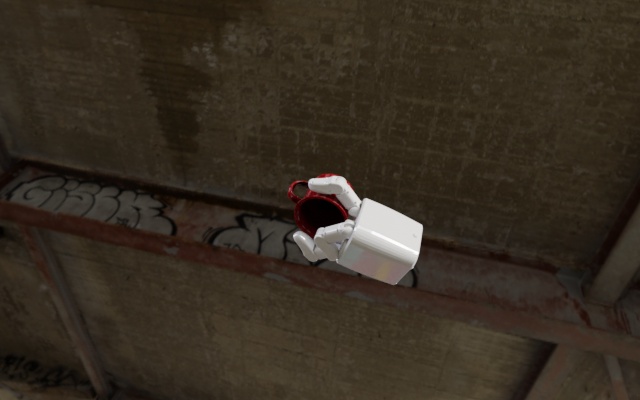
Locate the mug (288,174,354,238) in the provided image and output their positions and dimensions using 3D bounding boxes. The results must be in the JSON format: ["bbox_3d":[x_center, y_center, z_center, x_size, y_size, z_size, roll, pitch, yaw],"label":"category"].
[{"bbox_3d":[-0.001,0.002,0.814,0.117,0.093,0.081,25,40,0],"label":"mug"}]
